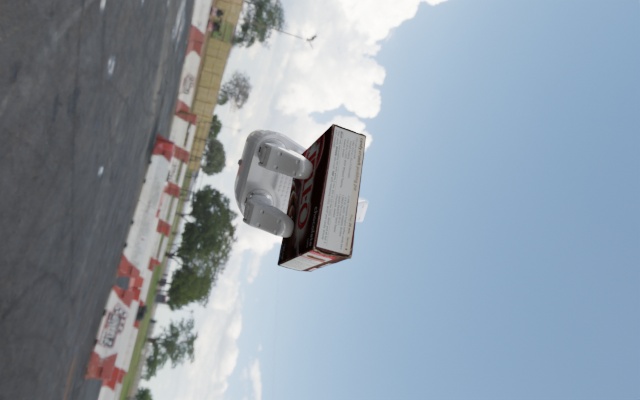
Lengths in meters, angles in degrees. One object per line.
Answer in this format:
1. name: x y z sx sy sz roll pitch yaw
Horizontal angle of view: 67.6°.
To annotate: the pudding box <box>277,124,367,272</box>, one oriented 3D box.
1. pudding box: 0.000 0.001 0.424 0.039 0.113 0.090 13 -20 -19
